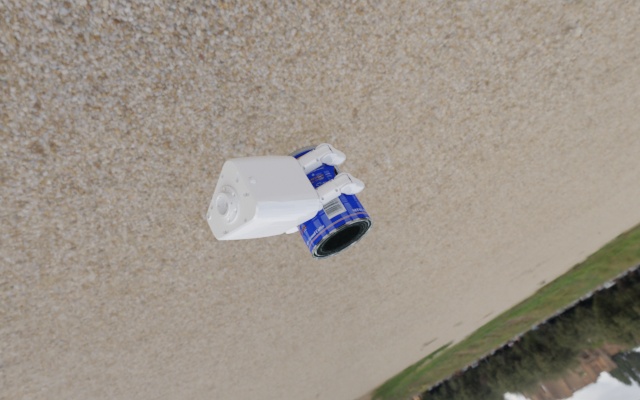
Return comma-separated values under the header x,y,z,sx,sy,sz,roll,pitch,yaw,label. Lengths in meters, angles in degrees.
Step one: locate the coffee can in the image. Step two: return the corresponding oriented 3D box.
x,y,z,sx,sy,sz,roll,pitch,yaw,label
0.000,0.002,0.719,0.103,0.140,0.103,-26,-23,-12,coffee can
